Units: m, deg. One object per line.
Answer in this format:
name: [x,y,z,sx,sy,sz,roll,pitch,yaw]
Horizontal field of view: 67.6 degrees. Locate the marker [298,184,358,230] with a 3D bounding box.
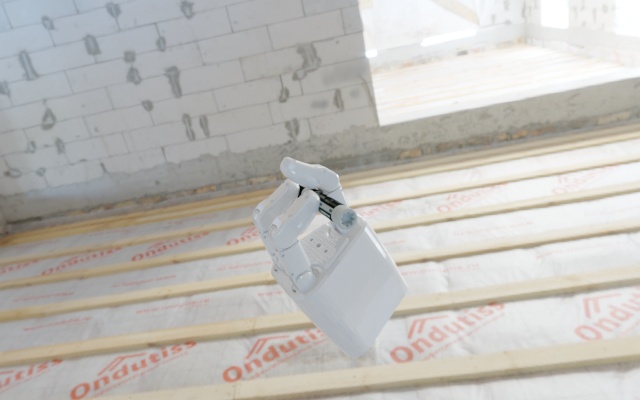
marker: [0.000,0.001,0.460,0.020,0.020,0.121,0,14,-24]
